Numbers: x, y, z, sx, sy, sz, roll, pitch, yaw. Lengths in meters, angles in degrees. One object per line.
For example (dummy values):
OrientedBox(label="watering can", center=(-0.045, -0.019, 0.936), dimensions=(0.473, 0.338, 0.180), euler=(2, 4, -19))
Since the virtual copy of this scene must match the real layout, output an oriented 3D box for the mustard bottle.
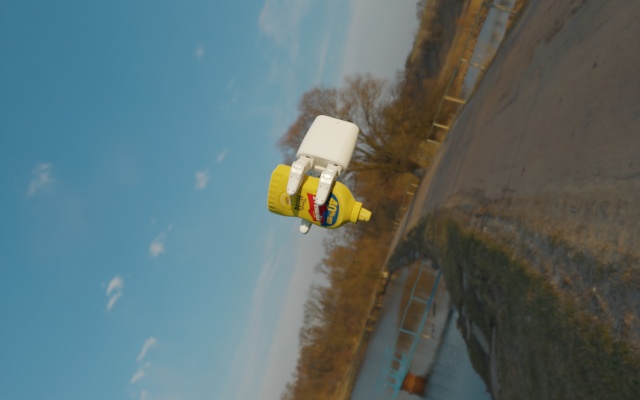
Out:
OrientedBox(label="mustard bottle", center=(0.000, 0.003, 0.885), dimensions=(0.191, 0.096, 0.058), euler=(17, 32, 9))
